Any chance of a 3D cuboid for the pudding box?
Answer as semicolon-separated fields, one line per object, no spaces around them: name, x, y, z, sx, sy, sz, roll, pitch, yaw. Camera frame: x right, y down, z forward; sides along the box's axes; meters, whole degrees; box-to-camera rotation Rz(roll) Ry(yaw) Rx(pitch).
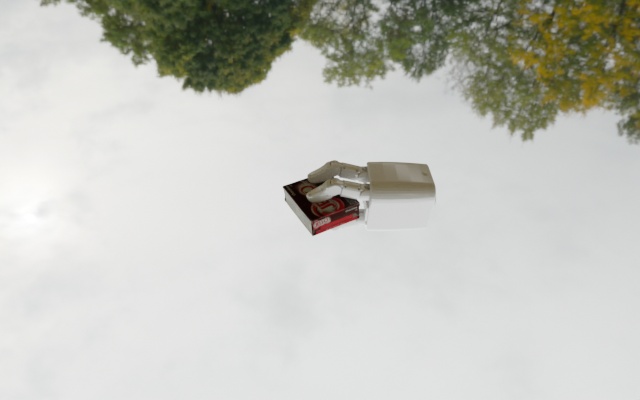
pudding box;0.000;0.003;0.802;0.090;0.039;0.113;-19;38;-21
